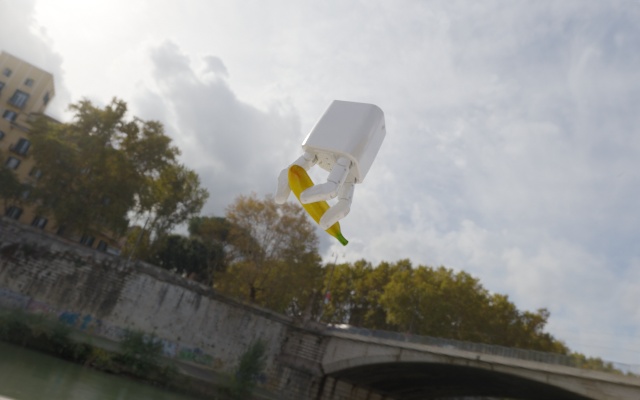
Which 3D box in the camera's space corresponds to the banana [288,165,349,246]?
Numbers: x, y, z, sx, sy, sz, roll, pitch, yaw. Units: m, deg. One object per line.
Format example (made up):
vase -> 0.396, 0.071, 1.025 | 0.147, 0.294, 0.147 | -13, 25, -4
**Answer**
banana -> -0.010, -0.001, 0.803 | 0.069, 0.037, 0.198 | 26, -21, 47
